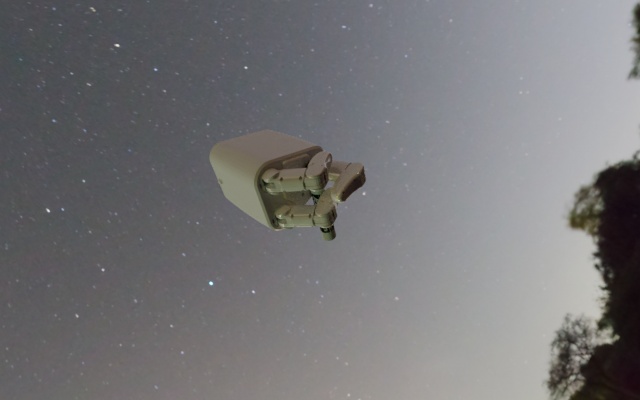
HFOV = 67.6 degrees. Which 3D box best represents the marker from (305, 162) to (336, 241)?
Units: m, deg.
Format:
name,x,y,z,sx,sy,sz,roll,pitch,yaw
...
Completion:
name,x,y,z,sx,sy,sz,roll,pitch,yaw
marker,0.000,0.002,0.604,0.020,0.121,0.020,-9,38,7
